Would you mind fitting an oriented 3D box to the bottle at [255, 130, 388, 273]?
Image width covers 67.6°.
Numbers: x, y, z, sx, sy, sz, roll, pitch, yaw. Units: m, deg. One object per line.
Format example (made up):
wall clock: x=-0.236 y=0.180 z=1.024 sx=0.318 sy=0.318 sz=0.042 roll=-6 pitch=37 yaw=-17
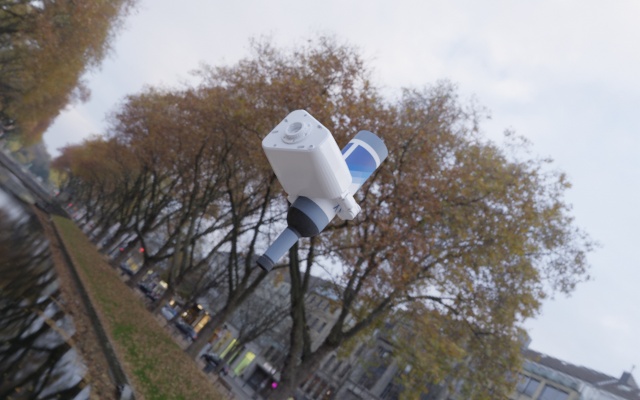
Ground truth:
bottle: x=0.000 y=0.003 z=0.802 sx=0.295 sy=0.069 sz=0.069 roll=-48 pitch=20 yaw=-20
